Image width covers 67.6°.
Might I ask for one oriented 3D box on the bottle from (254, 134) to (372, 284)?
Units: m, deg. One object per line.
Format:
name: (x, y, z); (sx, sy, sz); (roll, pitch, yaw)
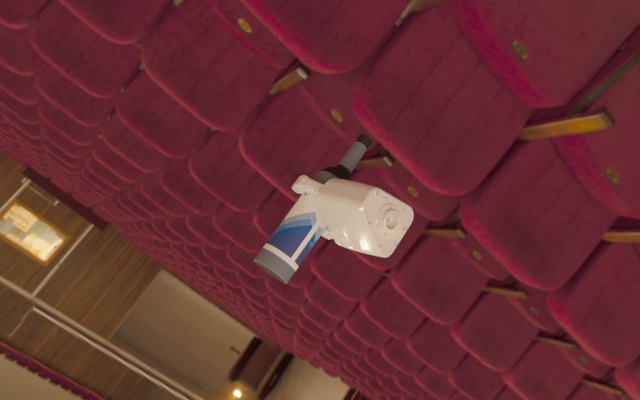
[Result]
bottle: (0.000, 0.003, 0.822); (0.069, 0.295, 0.069); (32, -17, 11)
